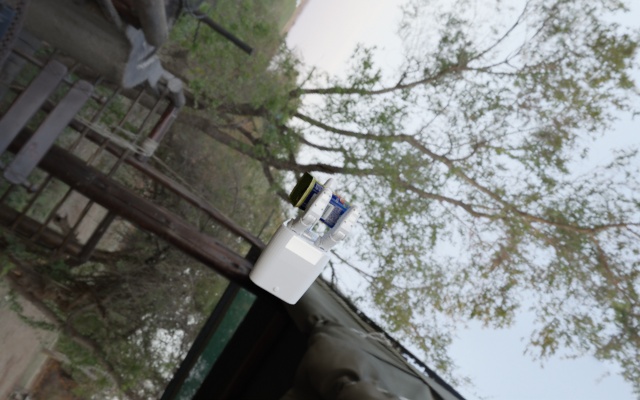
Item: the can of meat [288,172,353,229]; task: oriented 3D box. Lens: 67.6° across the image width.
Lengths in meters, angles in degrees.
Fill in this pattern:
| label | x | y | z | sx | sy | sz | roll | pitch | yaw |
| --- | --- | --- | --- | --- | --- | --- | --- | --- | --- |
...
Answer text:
| label | x | y | z | sx | sy | sz | roll | pitch | yaw |
| --- | --- | --- | --- | --- | --- | --- | --- | --- | --- |
| can of meat | 0.000 | 0.003 | 0.789 | 0.084 | 0.057 | 0.102 | 34 | 3 | -14 |
